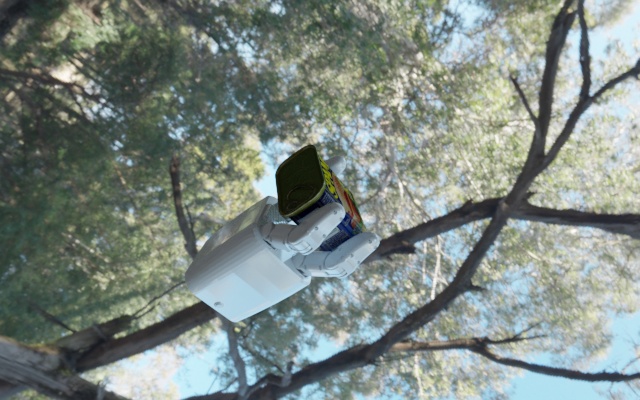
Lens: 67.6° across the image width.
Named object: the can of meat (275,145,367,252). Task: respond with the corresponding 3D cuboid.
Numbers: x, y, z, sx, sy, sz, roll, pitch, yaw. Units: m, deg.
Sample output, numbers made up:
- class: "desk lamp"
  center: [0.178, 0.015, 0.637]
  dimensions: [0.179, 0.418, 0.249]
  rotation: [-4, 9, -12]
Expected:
- class: "can of meat"
  center: [0.000, 0.002, 0.519]
  dimensions: [0.057, 0.084, 0.102]
  rotation: [-34, 33, 14]
